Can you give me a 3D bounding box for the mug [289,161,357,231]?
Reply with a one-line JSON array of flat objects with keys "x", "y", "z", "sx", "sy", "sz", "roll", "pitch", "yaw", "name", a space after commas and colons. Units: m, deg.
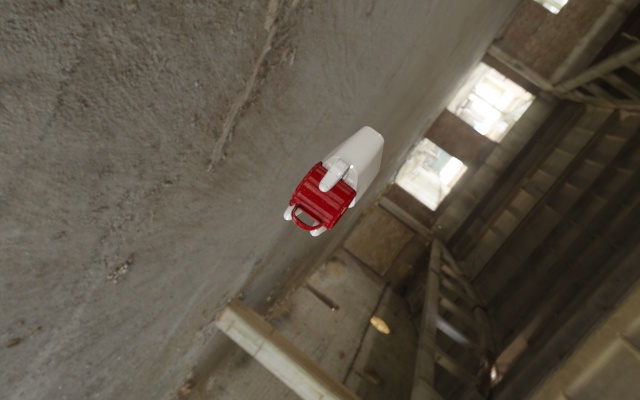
[{"x": 0.000, "y": 0.004, "z": 0.796, "sx": 0.081, "sy": 0.117, "sz": 0.093, "roll": 36, "pitch": -32, "yaw": 7, "name": "mug"}]
